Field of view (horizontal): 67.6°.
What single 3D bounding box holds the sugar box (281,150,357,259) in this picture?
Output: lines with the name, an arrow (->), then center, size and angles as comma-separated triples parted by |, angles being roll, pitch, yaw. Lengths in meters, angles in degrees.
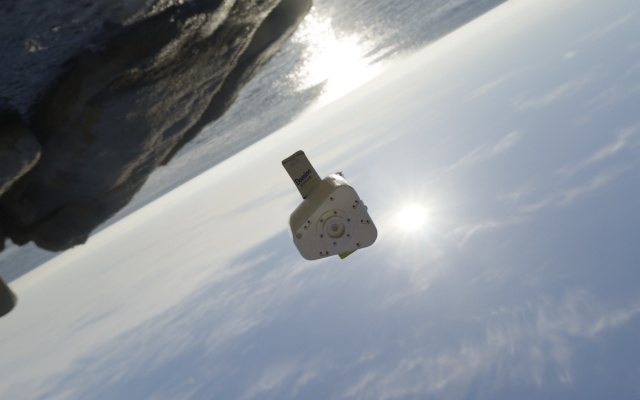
sugar box -> 0.001, 0.002, 0.770 | 0.048, 0.176, 0.093 | -30, 10, -1
